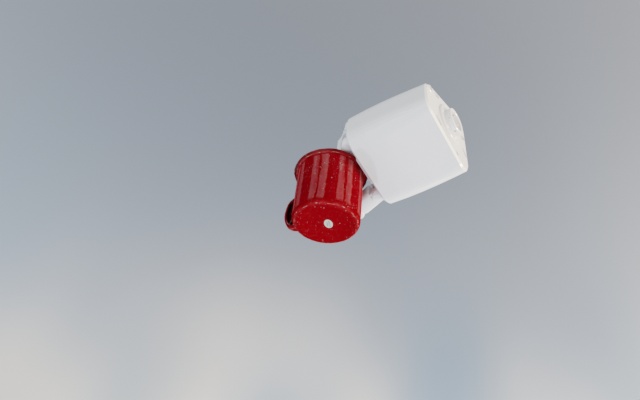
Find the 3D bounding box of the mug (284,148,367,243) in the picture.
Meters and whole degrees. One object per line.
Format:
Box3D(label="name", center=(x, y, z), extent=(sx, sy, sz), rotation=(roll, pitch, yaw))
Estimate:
Box3D(label="mug", center=(-0.001, 0.003, 0.587), extent=(0.117, 0.081, 0.093), rotation=(-24, -50, 31))
